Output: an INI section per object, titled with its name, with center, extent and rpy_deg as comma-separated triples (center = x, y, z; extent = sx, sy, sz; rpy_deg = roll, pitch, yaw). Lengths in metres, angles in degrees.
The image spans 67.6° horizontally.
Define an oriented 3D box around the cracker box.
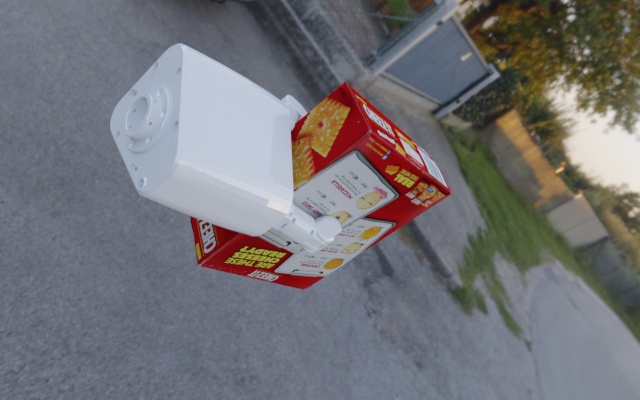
[cracker box]
center = 0.000, 0.002, 0.488
extent = 0.214, 0.072, 0.164
rpy_deg = -36, -36, 23
